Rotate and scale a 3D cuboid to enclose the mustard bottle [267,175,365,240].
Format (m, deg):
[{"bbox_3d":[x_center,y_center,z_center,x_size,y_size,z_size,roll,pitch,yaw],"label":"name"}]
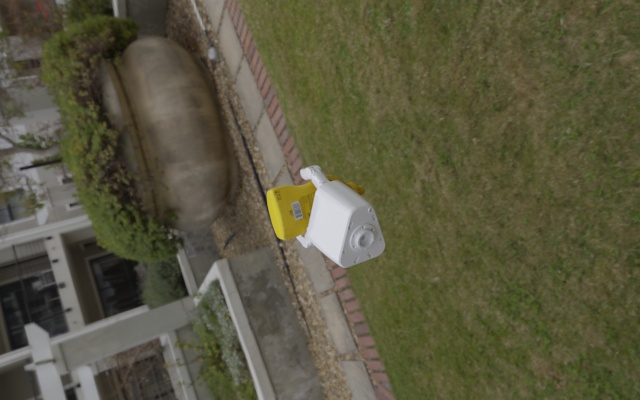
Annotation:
[{"bbox_3d":[0.000,0.003,0.900,0.191,0.096,0.058,-16,6,-24],"label":"mustard bottle"}]
